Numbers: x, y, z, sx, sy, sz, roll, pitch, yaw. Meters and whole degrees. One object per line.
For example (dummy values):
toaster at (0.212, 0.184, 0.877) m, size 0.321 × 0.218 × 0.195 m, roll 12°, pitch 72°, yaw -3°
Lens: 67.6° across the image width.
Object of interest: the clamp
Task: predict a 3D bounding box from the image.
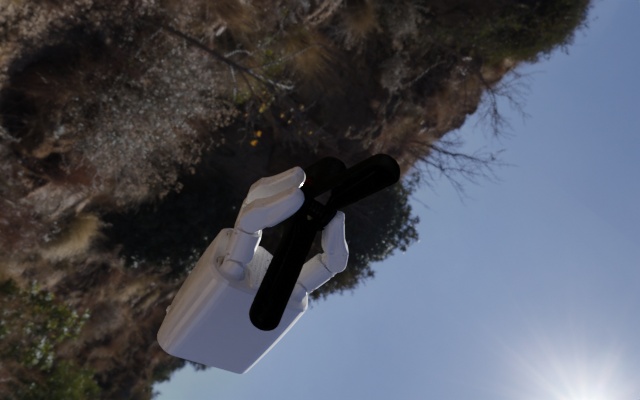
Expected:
clamp at (0.001, 0.002, 0.433) m, size 0.036 × 0.164 × 0.210 m, roll 37°, pitch 17°, yaw -15°
